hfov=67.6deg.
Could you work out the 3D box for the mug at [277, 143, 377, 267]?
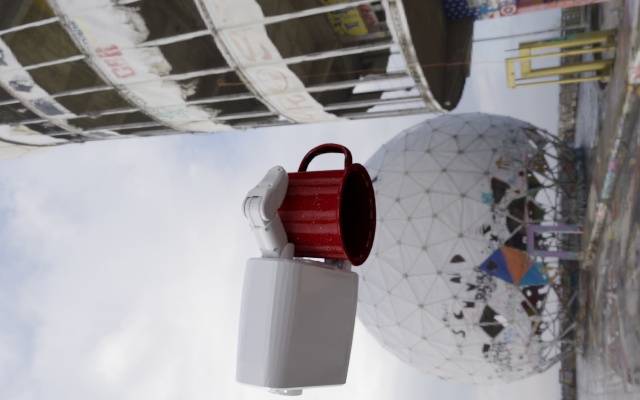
[{"bbox_3d":[0.000,0.000,0.448,0.081,0.117,0.093,-1,-14,26],"label":"mug"}]
